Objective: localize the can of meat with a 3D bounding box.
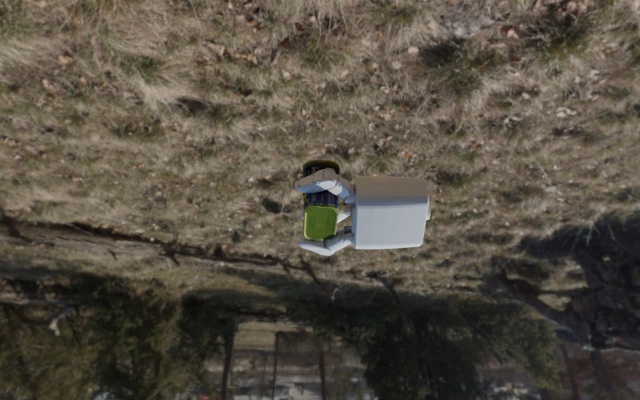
[{"bbox_3d":[0.000,0.003,0.735,0.057,0.084,0.102,1,-36,-2],"label":"can of meat"}]
